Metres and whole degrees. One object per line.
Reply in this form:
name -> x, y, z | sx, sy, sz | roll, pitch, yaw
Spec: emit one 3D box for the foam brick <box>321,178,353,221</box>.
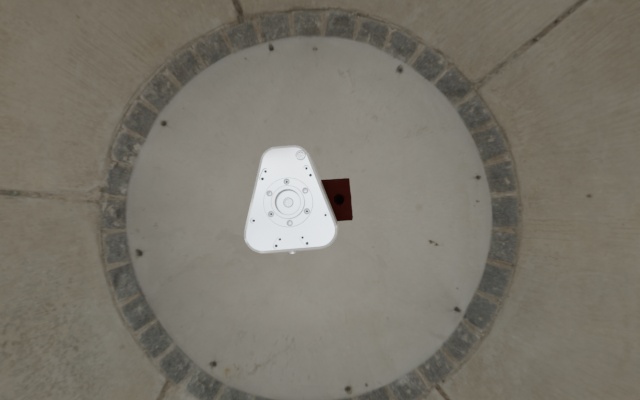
foam brick -> 0.000, 0.002, 0.600 | 0.078, 0.053, 0.051 | -5, -3, -1
